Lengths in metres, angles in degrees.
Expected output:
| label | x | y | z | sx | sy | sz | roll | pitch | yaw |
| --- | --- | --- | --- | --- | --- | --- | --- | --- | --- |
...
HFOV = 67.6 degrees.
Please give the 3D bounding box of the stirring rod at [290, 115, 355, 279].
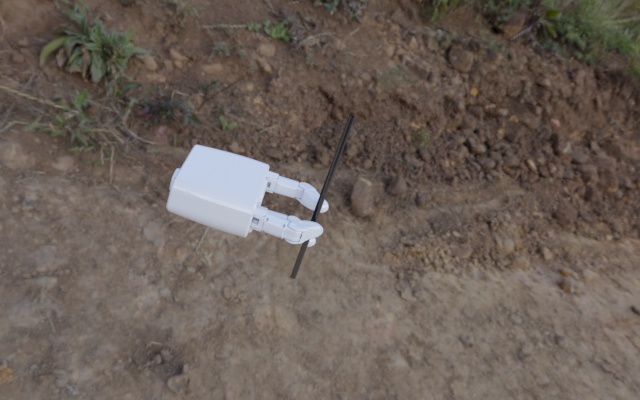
| label | x | y | z | sx | sy | sz | roll | pitch | yaw |
| --- | --- | --- | --- | --- | --- | --- | --- | --- | --- |
| stirring rod | 0.000 | 0.002 | 0.629 | 0.011 | 0.240 | 0.011 | 18 | 21 | -7 |
